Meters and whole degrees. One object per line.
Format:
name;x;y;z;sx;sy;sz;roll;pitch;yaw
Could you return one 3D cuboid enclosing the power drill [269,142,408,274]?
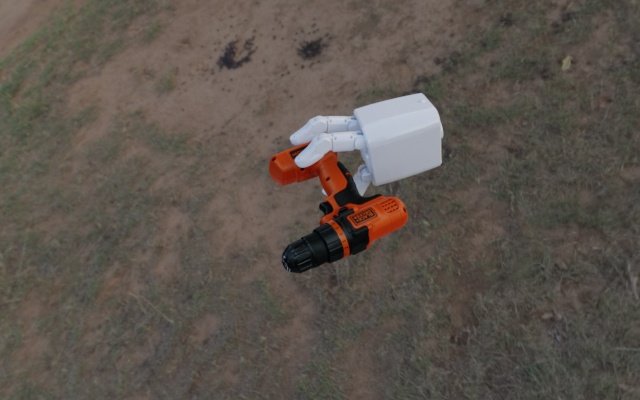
power drill;0.000;0.002;0.670;0.184;0.187;0.057;-22;-35;-20
